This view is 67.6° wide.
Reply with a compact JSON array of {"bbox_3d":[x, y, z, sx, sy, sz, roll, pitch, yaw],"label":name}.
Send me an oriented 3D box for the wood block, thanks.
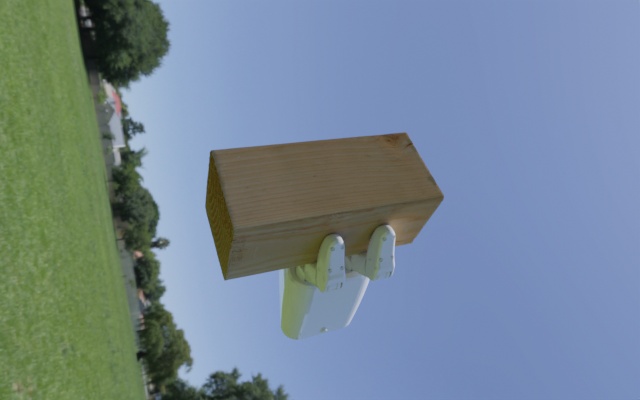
[{"bbox_3d":[0.000,0.002,0.472,0.206,0.090,0.090,-8,-34,-23],"label":"wood block"}]
